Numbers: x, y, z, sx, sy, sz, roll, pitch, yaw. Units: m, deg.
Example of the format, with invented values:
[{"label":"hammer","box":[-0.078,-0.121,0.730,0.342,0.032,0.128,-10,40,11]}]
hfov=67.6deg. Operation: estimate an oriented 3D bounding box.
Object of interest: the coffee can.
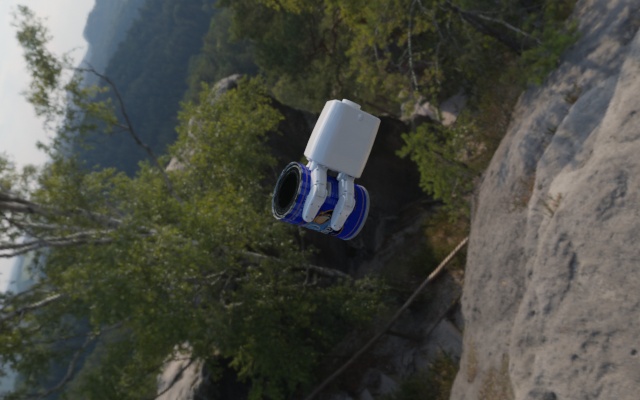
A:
[{"label":"coffee can","box":[0.000,0.003,0.839,0.140,0.103,0.103,19,-9,-27]}]
